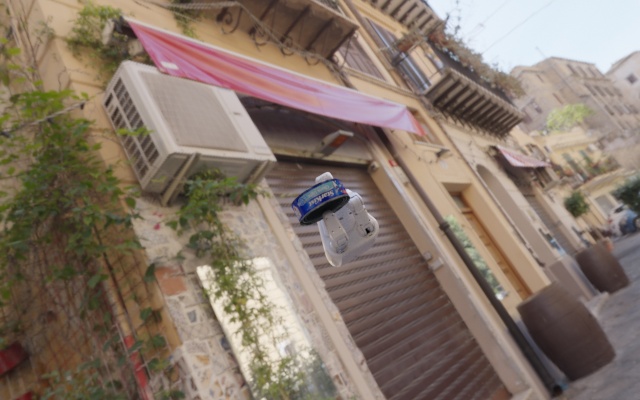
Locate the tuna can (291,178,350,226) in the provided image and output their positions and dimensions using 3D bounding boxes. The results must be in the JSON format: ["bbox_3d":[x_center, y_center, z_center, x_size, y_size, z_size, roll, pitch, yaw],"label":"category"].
[{"bbox_3d":[0.000,0.002,0.721,0.086,0.033,0.086,-27,-14,-8],"label":"tuna can"}]
